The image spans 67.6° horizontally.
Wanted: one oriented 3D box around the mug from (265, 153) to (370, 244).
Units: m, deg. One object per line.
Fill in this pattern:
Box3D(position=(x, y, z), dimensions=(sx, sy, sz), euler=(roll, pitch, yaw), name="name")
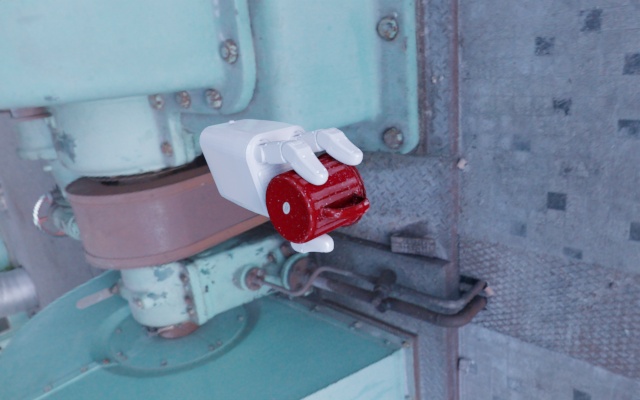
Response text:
Box3D(position=(0.001, 0.002, 0.537), dimensions=(0.117, 0.093, 0.081), euler=(16, 29, 42), name="mug")
